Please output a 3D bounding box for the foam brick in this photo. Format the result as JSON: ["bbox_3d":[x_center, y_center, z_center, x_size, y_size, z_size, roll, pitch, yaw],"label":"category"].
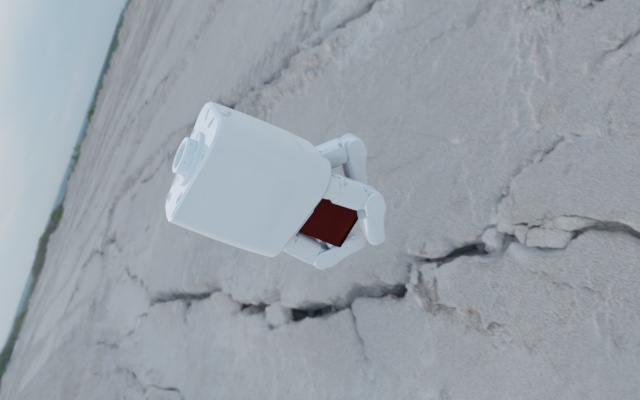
[{"bbox_3d":[0.000,0.002,0.488,0.051,0.053,0.078,24,13,-28],"label":"foam brick"}]
